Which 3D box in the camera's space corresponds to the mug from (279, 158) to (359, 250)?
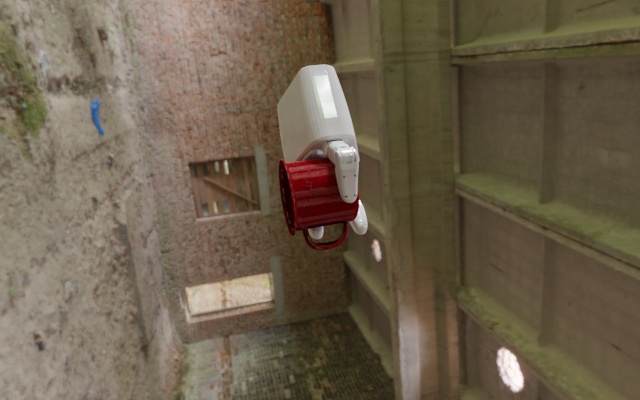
[{"bbox_3d":[0.001,0.003,0.577,0.081,0.117,0.093,-9,-18,-12],"label":"mug"}]
